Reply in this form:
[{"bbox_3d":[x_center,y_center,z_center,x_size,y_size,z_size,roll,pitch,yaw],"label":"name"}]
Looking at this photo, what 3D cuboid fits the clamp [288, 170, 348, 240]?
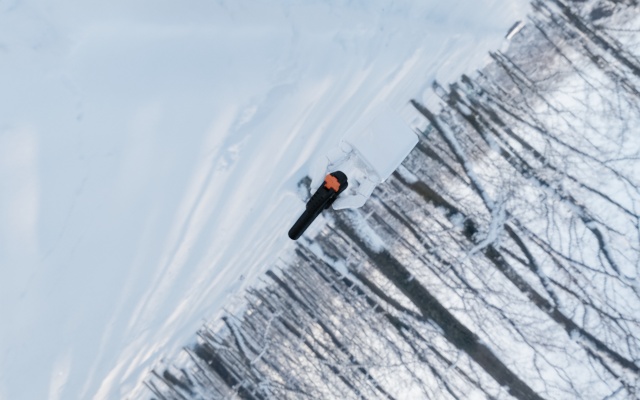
[{"bbox_3d":[0.001,0.003,0.865,0.036,0.164,0.210,42,-9,4],"label":"clamp"}]
